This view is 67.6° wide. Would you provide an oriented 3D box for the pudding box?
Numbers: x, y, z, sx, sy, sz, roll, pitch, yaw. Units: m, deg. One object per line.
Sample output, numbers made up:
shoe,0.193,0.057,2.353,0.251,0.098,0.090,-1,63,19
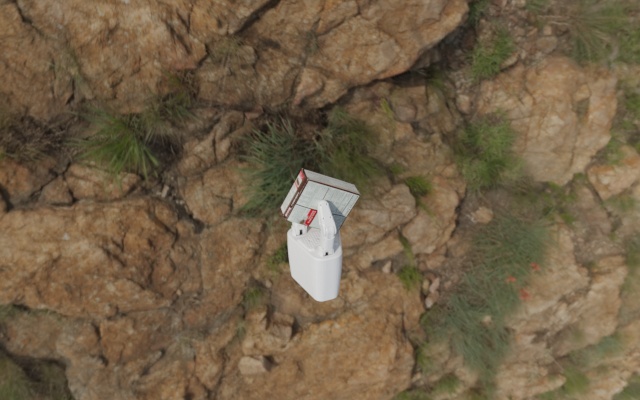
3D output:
pudding box,0.000,0.003,0.826,0.113,0.090,0.039,15,27,-31
